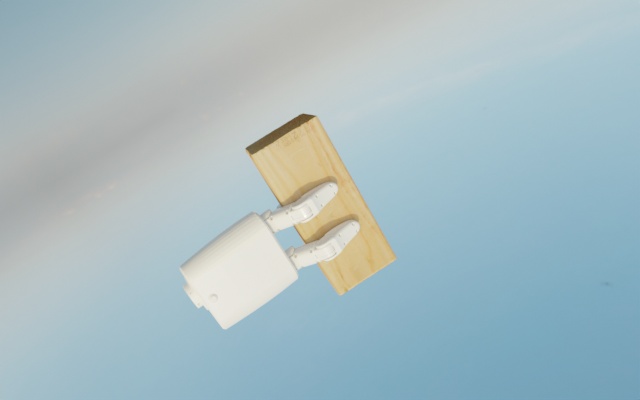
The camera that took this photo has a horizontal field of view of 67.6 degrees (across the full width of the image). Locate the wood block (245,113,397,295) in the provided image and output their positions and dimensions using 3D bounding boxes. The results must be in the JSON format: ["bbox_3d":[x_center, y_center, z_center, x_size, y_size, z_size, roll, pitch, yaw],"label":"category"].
[{"bbox_3d":[0.000,0.002,0.606,0.090,0.206,0.091,-32,18,-6],"label":"wood block"}]
